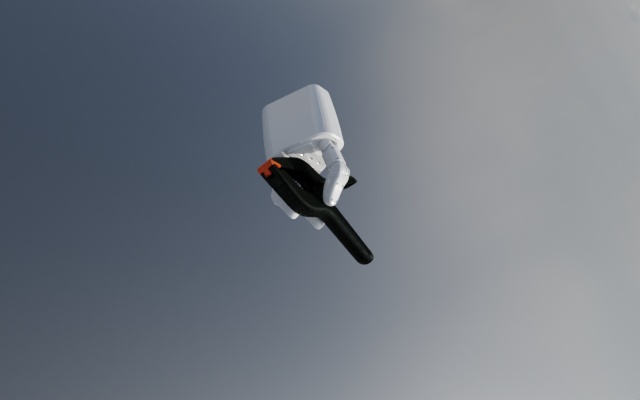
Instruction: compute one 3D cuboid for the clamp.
[{"bbox_3d":[0.000,0.001,0.685,0.036,0.164,0.210,-36,-39,28],"label":"clamp"}]
